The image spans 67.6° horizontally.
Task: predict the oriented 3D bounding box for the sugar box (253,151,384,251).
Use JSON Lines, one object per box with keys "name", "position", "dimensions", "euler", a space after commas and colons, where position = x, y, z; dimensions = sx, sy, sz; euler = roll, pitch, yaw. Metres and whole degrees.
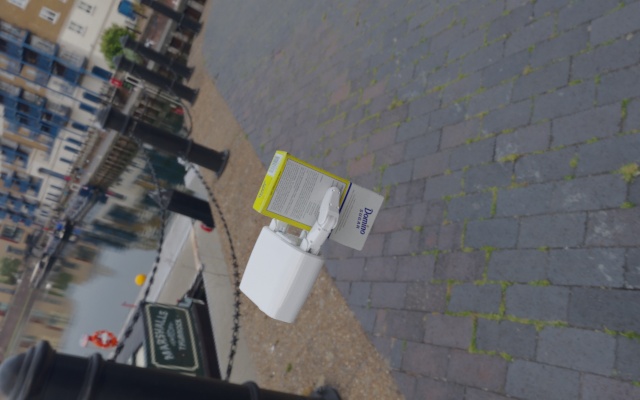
{"name": "sugar box", "position": [0.000, 0.002, 0.707], "dimensions": [0.176, 0.093, 0.048], "euler": [23, 2, -27]}
